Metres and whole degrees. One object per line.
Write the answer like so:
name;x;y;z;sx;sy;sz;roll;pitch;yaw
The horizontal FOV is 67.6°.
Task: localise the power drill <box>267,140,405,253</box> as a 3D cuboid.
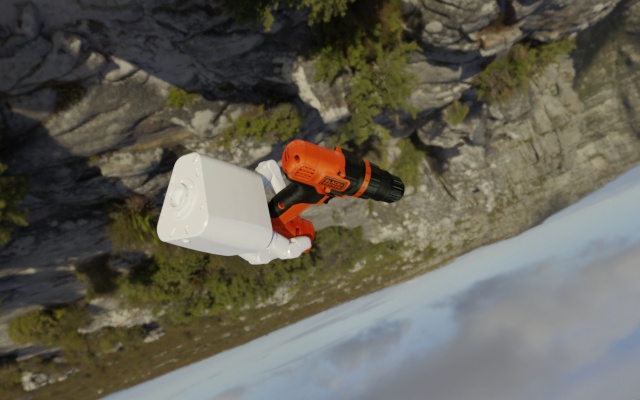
power drill;0.000;0.002;0.670;0.184;0.057;0.188;18;-44;-28
